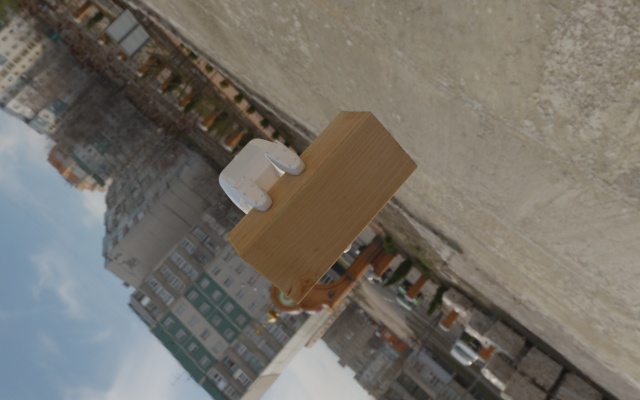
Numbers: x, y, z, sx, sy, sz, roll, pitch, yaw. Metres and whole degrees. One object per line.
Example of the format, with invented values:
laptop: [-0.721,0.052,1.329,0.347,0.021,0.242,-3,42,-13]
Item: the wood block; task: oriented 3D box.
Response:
wood block: [0.000,0.002,0.553,0.091,0.206,0.090,44,-7,-22]
